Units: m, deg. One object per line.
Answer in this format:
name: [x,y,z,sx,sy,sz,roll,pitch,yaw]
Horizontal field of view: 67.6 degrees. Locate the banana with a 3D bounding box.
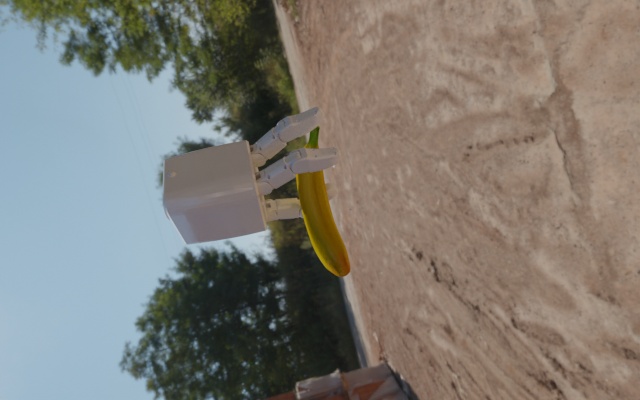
banana: [-0.002,0.008,0.571,0.037,0.197,0.070,-8,-27,-10]
